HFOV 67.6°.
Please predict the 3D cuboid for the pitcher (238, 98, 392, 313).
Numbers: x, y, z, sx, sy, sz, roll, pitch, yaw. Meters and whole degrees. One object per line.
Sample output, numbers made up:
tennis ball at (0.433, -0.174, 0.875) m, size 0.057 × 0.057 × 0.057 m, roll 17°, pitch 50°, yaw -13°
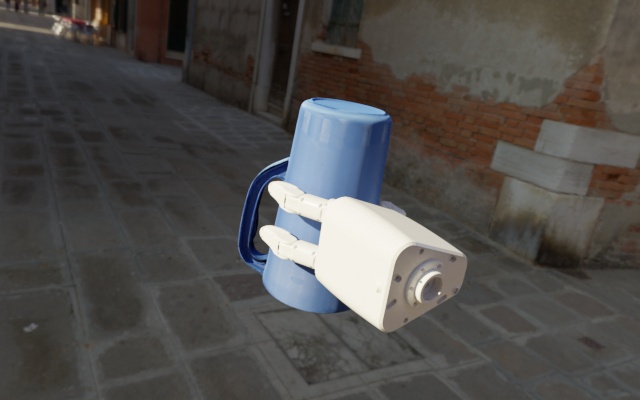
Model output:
pitcher at (0.000, 0.002, 0.588) m, size 0.149 × 0.243 × 0.145 m, roll -3°, pitch 22°, yaw -35°
